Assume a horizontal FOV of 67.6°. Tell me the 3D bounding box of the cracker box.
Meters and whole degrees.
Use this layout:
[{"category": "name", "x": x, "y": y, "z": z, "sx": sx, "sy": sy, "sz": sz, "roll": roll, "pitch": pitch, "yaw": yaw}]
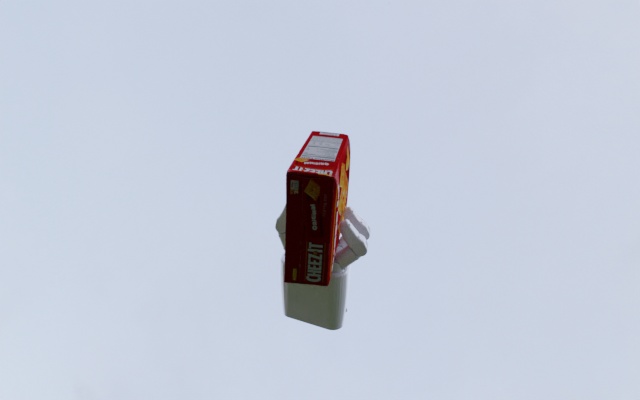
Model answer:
[{"category": "cracker box", "x": 0.000, "y": 0.002, "z": 0.717, "sx": 0.072, "sy": 0.164, "sz": 0.213, "roll": 5, "pitch": 23, "yaw": 6}]
